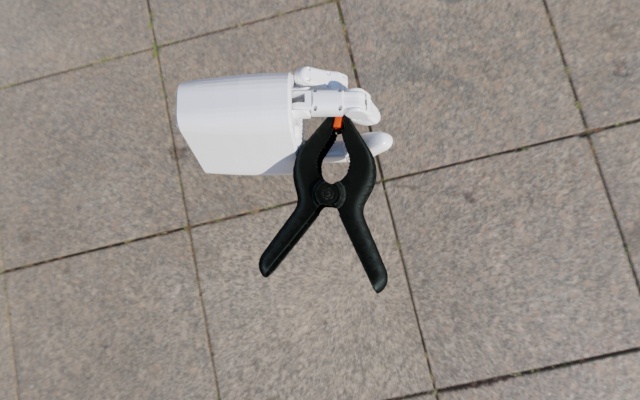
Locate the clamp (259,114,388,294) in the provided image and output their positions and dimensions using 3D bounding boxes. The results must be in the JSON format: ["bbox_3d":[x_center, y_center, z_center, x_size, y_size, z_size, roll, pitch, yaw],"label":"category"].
[{"bbox_3d":[0.000,0.001,0.449,0.120,0.171,0.039,-2,-9,4],"label":"clamp"}]
